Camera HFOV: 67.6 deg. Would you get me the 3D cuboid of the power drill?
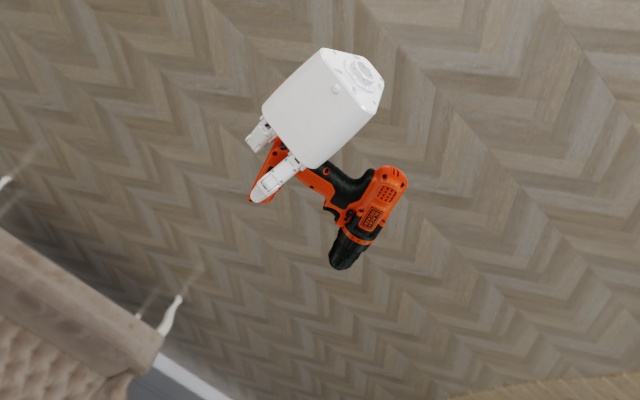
[{"bbox_3d":[0.000,0.002,0.659,0.187,0.184,0.057,24,31,-8],"label":"power drill"}]
